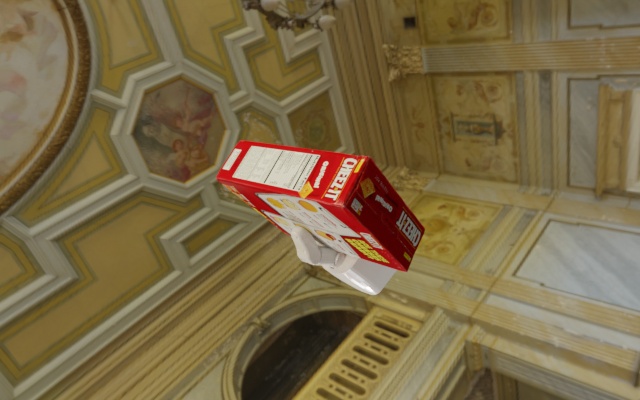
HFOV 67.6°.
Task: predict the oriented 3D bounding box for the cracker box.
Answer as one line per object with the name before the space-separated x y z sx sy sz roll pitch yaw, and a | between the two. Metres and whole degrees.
cracker box | 0.000 0.002 0.596 0.213 0.072 0.164 12 -22 41
